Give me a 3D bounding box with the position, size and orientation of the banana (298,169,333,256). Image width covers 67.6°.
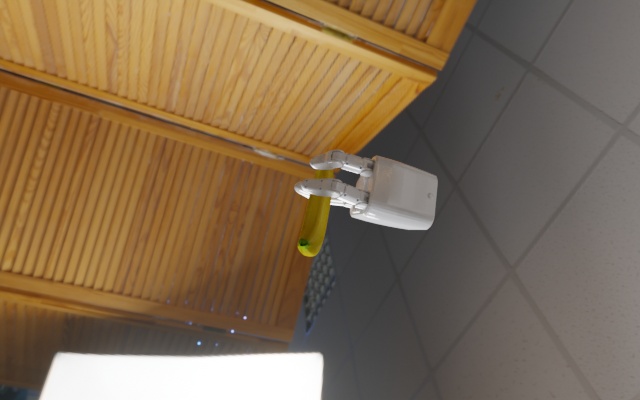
[{"bbox_3d":[-0.004,0.018,0.727,0.037,0.070,0.197,15,43,-2],"label":"banana"}]
